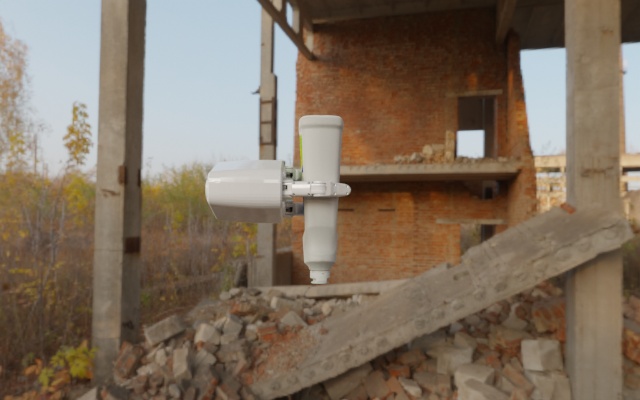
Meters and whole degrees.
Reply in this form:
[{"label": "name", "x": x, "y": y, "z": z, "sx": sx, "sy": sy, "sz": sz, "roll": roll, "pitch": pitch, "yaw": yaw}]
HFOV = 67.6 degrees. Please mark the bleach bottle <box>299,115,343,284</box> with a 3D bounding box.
[{"label": "bleach bottle", "x": 0.000, "y": 0.002, "z": 0.738, "sx": 0.068, "sy": 0.251, "sz": 0.102, "roll": 0, "pitch": -2, "yaw": -1}]
